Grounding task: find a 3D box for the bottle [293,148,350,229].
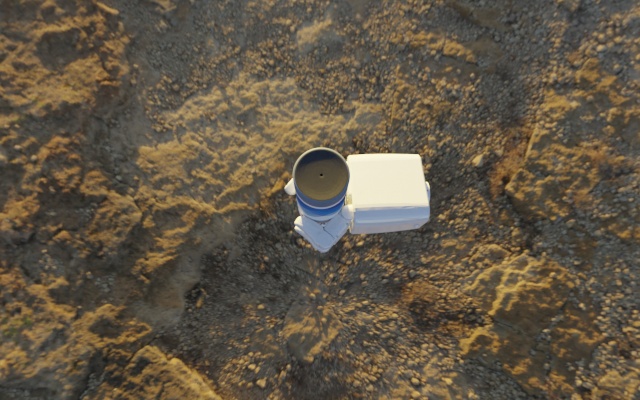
[{"bbox_3d":[0.000,0.002,0.691,0.069,0.069,0.296,0,-12,0],"label":"bottle"}]
